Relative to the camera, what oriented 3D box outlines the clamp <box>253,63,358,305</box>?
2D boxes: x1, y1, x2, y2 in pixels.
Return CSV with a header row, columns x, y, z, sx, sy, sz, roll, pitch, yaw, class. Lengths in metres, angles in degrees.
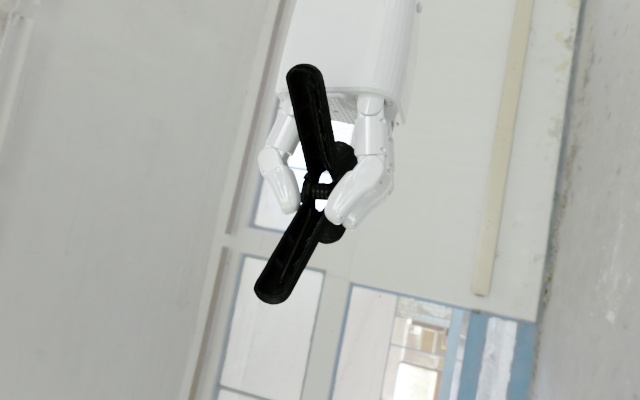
x,y,z,sx,sy,sz,roll,pitch,yaw,class
-0.001,0.001,0.406,0.036,0.164,0.210,10,-6,16,clamp
